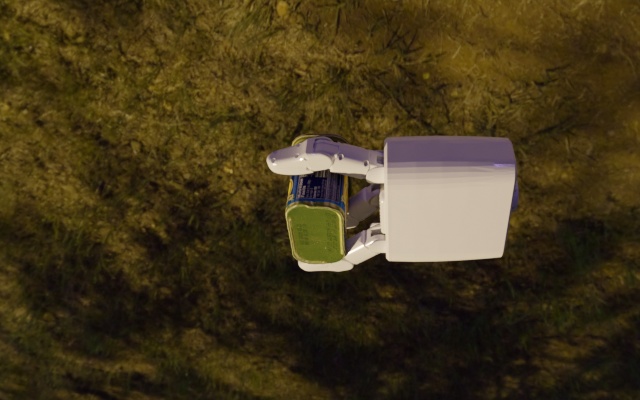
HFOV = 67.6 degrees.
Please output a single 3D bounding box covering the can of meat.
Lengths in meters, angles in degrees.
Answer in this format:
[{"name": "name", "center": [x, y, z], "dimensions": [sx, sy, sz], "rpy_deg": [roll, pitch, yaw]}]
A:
[{"name": "can of meat", "center": [0.000, 0.002, 0.457], "dimensions": [0.057, 0.084, 0.102], "rpy_deg": [1, -38, 6]}]
